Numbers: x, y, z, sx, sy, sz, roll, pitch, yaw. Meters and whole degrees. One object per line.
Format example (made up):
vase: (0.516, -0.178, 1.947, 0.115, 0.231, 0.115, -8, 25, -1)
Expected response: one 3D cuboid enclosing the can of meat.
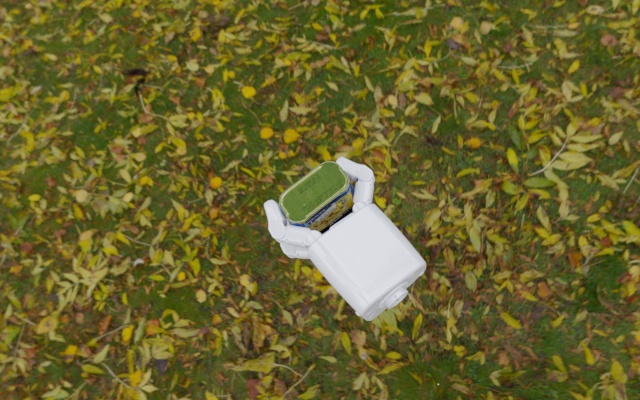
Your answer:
can of meat: (0.000, 0.002, 0.652, 0.102, 0.057, 0.084, -38, -24, -2)
